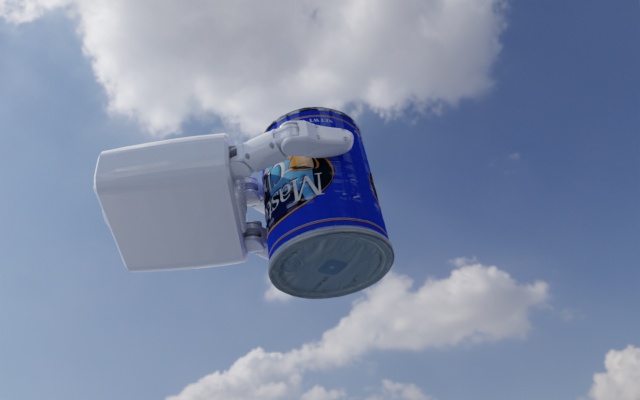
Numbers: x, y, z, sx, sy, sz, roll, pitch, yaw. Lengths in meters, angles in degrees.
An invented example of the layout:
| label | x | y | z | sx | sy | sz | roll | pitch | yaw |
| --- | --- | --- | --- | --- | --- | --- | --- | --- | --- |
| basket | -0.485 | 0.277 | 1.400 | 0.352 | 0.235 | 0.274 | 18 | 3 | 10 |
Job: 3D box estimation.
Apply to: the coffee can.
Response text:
| label | x | y | z | sx | sy | sz | roll | pitch | yaw |
| --- | --- | --- | --- | --- | --- | --- | --- | --- | --- |
| coffee can | 0.000 | 0.001 | 0.427 | 0.103 | 0.140 | 0.103 | -6 | -38 | -5 |
